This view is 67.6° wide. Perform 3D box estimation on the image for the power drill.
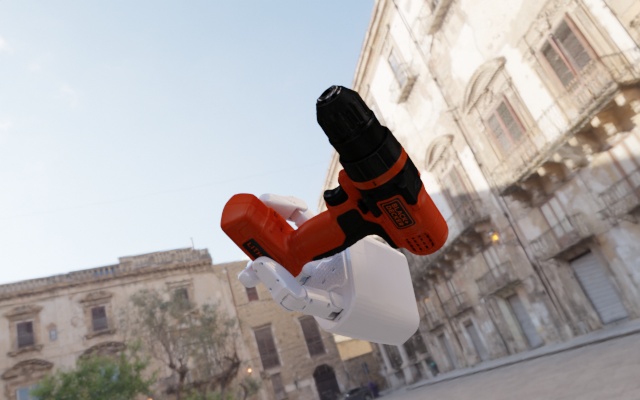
[{"bbox_3d":[0.000,0.002,0.440,0.188,0.184,0.057,-21,33,30],"label":"power drill"}]
